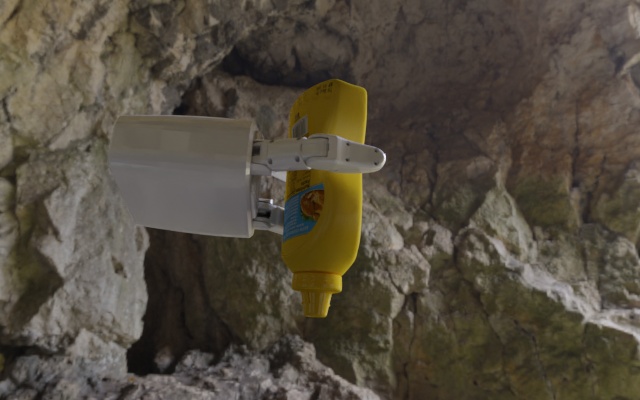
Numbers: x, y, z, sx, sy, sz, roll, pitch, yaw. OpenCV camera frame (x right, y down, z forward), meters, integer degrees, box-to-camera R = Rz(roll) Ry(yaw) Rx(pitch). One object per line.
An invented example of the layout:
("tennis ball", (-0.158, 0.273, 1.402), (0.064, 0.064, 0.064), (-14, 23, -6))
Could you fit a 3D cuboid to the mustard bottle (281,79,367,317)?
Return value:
("mustard bottle", (0.000, 0.001, 0.409), (0.058, 0.191, 0.096), (12, -19, -26))
